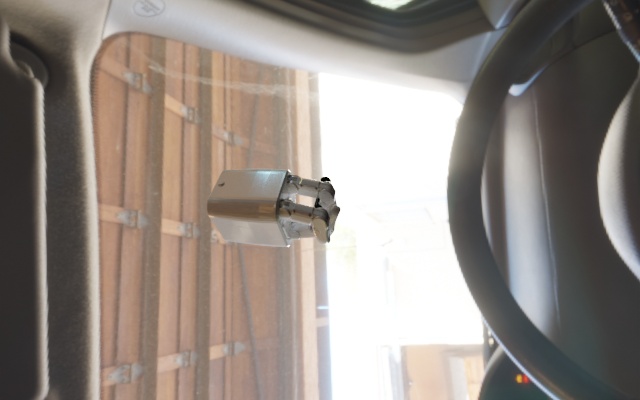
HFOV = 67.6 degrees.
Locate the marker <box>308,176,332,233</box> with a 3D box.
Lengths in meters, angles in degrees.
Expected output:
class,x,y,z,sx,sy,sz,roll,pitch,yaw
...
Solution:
class,x,y,z,sx,sy,sz,roll,pitch,yaw
marker,0.000,0.002,0.742,0.020,0.020,0.121,0,40,12
